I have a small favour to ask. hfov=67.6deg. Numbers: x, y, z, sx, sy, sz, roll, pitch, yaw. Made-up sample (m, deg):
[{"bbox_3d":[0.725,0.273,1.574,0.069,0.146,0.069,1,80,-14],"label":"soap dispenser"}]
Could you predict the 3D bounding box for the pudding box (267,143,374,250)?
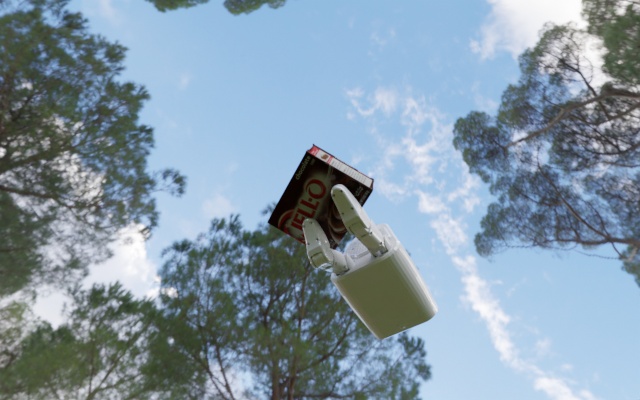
[{"bbox_3d":[0.000,0.002,0.579,0.090,0.113,0.039,30,25,-2],"label":"pudding box"}]
